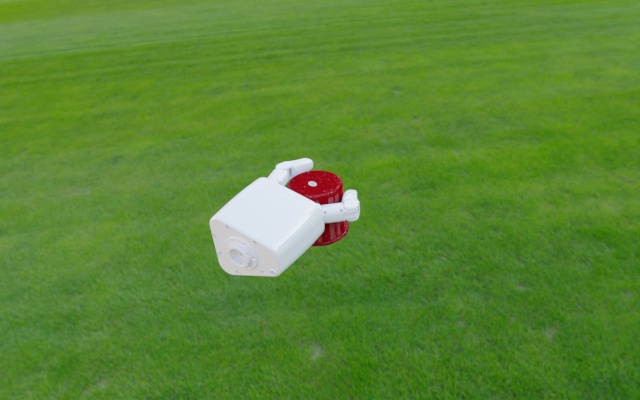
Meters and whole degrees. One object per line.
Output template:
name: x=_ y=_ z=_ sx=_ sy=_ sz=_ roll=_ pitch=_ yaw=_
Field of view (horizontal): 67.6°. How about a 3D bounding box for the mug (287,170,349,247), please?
mug: x=0.001 y=0.001 z=0.715 sx=0.093 sy=0.081 sz=0.117 roll=13 pitch=36 yaw=26
